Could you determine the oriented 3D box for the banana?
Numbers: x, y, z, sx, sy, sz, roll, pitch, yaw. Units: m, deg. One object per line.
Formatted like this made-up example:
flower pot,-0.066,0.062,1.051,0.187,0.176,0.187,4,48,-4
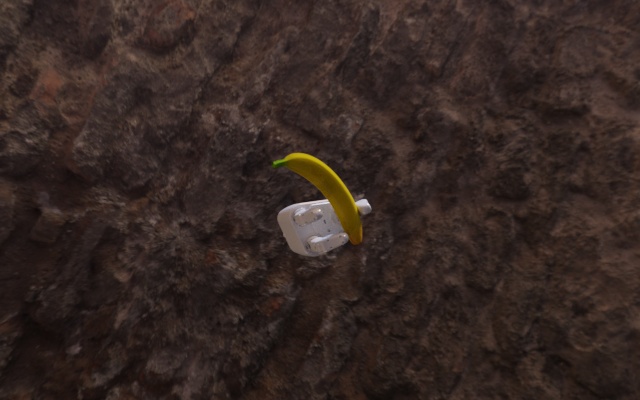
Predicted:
banana,0.009,-0.014,0.776,0.198,0.069,0.037,43,-18,-14
